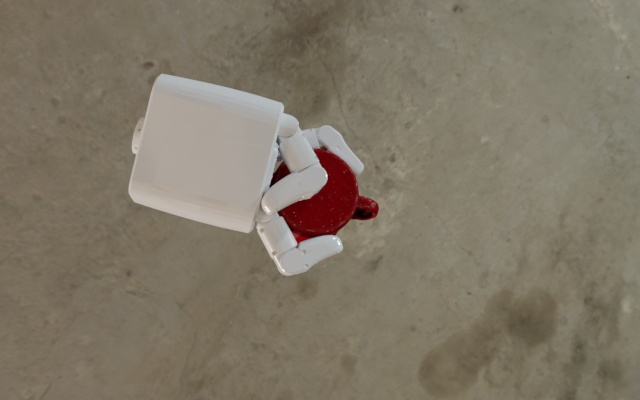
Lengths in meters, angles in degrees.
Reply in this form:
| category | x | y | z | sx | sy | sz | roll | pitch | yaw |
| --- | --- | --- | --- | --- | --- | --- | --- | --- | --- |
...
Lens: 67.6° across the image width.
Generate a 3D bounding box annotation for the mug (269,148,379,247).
| category | x | y | z | sx | sy | sz | roll | pitch | yaw |
| --- | --- | --- | --- | --- | --- | --- | --- | --- | --- |
| mug | 0.001 | 0.002 | 0.465 | 0.117 | 0.093 | 0.081 | 13 | -14 | -10 |
